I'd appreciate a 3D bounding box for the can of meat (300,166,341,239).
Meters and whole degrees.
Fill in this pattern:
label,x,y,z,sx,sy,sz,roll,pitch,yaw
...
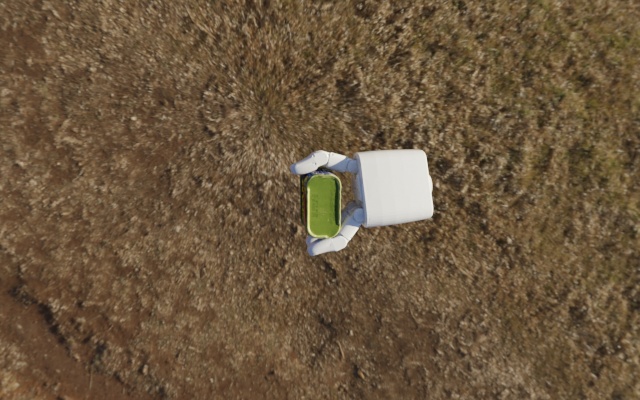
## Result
label,x,y,z,sx,sy,sz,roll,pitch,yaw
can of meat,0.000,0.002,0.736,0.057,0.102,0.084,-2,10,-7
